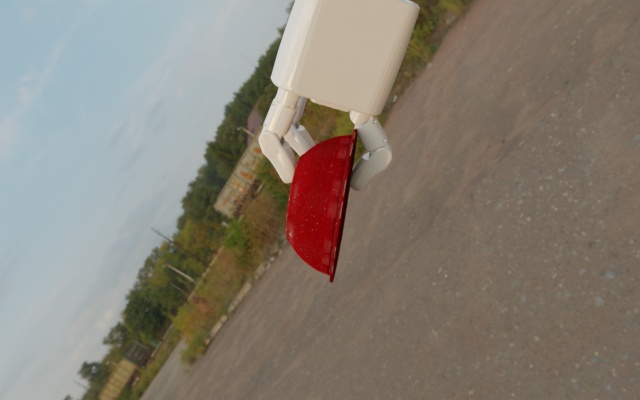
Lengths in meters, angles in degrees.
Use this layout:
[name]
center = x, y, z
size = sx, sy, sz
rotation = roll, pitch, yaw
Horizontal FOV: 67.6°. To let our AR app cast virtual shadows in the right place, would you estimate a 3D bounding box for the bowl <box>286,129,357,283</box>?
[bowl]
center = -0.001, 0.003, 0.499
size = 0.055, 0.162, 0.162
rotation = 9, 1, 4
